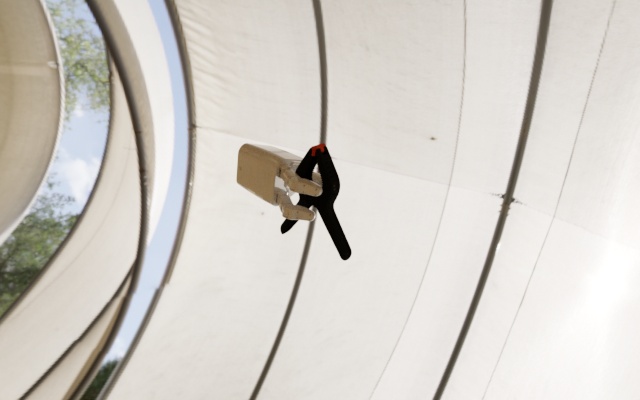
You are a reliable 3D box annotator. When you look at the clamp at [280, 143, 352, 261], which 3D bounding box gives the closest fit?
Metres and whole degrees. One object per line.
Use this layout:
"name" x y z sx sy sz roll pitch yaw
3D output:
"clamp" 0.001 0.002 0.869 0.164 0.210 0.036 26 32 29
